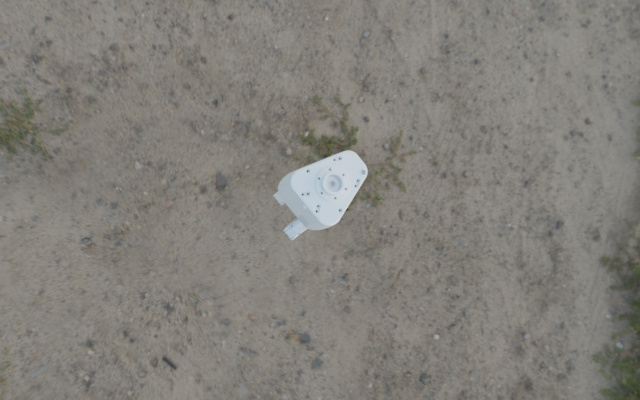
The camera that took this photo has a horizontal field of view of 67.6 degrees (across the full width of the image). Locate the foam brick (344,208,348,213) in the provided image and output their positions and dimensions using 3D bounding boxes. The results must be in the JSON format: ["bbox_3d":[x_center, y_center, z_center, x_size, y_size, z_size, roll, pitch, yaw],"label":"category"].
[{"bbox_3d":[0.000,0.003,0.796,0.053,0.078,0.051,-40,5,-8],"label":"foam brick"}]
